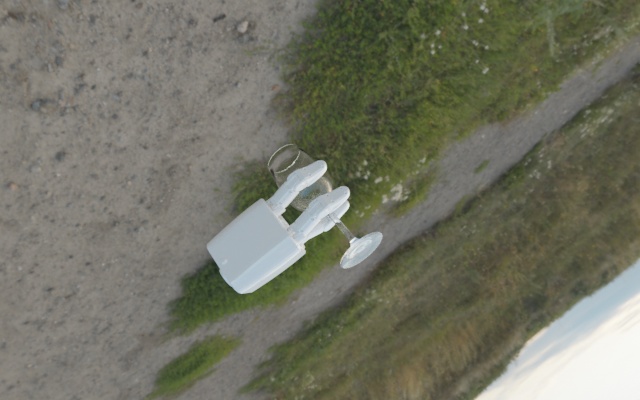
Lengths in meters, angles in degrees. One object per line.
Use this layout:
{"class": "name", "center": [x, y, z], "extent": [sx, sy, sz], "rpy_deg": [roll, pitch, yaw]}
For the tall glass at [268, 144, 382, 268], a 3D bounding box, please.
{"class": "tall glass", "center": [0.001, 0.003, 0.712], "extent": [0.079, 0.079, 0.201], "rpy_deg": [0, 44, -52]}
